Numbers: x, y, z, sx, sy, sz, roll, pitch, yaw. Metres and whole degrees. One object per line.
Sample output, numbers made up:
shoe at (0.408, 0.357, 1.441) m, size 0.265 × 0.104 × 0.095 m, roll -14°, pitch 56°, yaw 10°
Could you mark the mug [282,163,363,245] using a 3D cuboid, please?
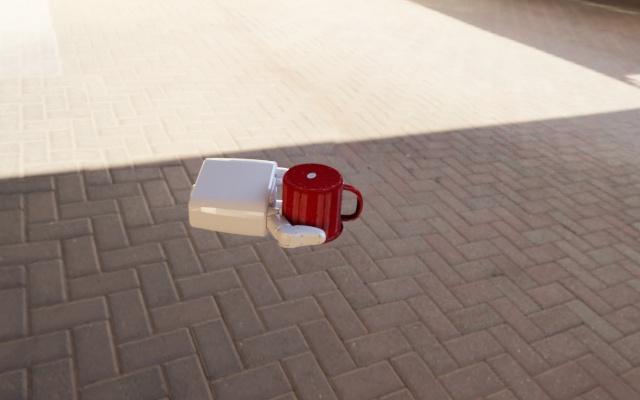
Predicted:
mug at (0.002, 0.002, 0.654) m, size 0.117 × 0.081 × 0.093 m, roll 4°, pitch 31°, yaw 0°
